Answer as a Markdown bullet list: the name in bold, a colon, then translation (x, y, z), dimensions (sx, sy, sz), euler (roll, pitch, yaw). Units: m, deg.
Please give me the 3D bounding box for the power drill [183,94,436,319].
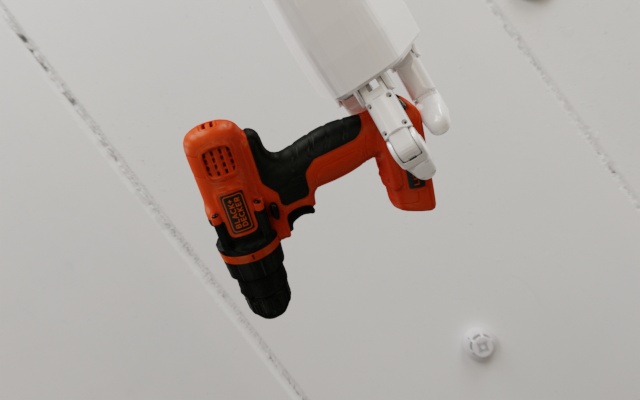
- **power drill**: translation (0.000, 0.001, 0.403), dimensions (0.187, 0.184, 0.057), euler (-20, 28, -9)
